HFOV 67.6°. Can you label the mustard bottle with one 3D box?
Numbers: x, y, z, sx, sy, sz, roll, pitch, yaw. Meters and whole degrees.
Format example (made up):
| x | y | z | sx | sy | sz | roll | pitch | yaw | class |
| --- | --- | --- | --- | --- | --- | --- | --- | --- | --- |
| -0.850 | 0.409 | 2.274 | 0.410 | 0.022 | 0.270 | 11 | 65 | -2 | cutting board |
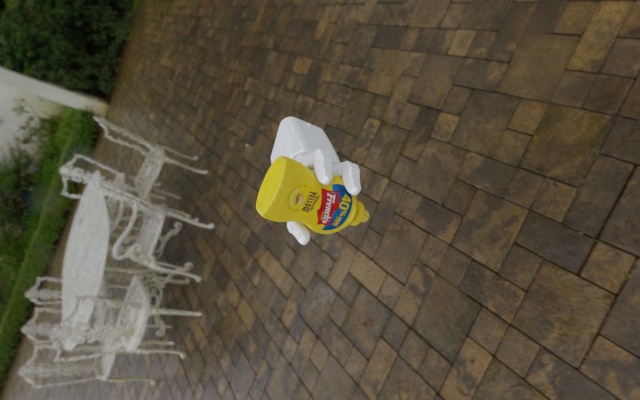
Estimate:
| x | y | z | sx | sy | sz | roll | pitch | yaw | class |
| --- | --- | --- | --- | --- | --- | --- | --- | --- | --- |
| 0.000 | 0.003 | 0.757 | 0.192 | 0.096 | 0.058 | 18 | 11 | -33 | mustard bottle |
